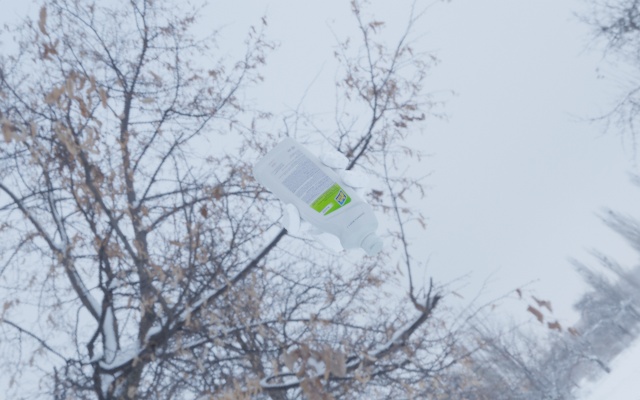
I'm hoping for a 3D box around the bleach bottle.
[{"bbox_3d":[0.000,0.002,0.771,0.250,0.102,0.068,44,-5,31],"label":"bleach bottle"}]
